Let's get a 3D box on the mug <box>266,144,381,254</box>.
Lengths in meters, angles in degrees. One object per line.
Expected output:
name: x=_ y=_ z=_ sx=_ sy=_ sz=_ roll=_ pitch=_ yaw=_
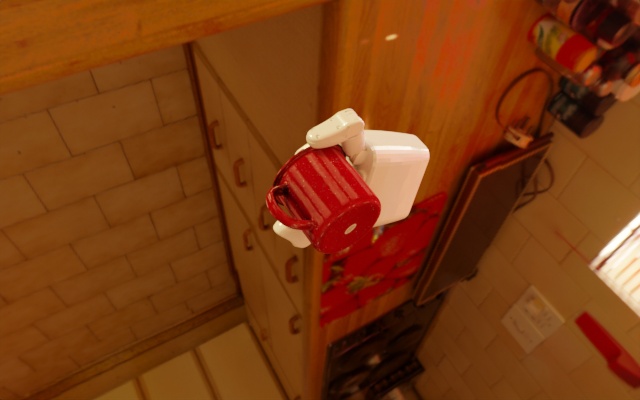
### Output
mug: x=-0.001 y=0.002 z=0.487 sx=0.117 sy=0.093 sz=0.081 roll=-8 pitch=50 yaw=-41
